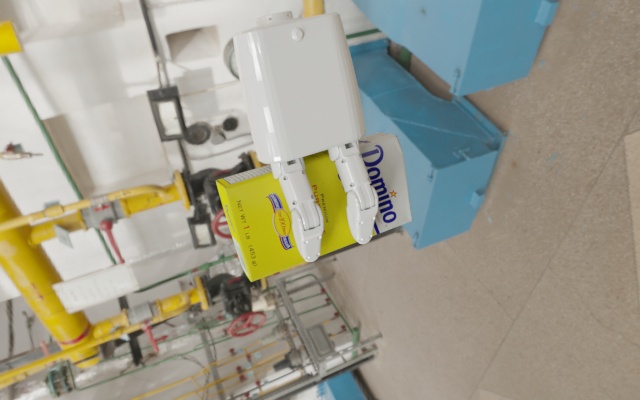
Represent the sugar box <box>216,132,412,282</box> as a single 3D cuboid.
[{"bbox_3d":[0.000,0.002,0.456,0.176,0.093,0.048,-19,19,-17],"label":"sugar box"}]
